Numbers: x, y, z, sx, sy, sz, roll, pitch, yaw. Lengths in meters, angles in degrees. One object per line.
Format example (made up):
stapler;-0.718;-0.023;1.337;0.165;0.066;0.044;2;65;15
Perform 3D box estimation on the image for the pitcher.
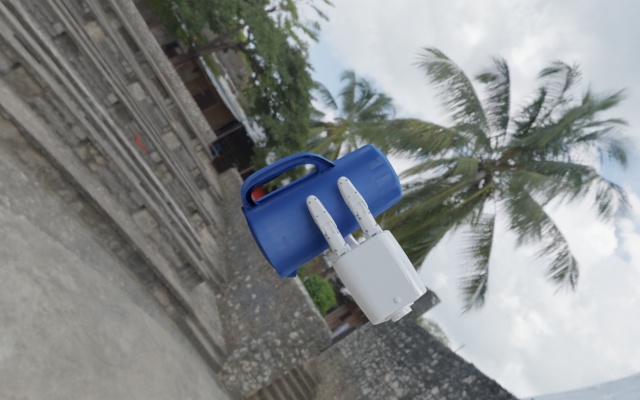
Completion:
pitcher;0.000;0.003;0.766;0.243;0.145;0.149;-31;-21;-6
